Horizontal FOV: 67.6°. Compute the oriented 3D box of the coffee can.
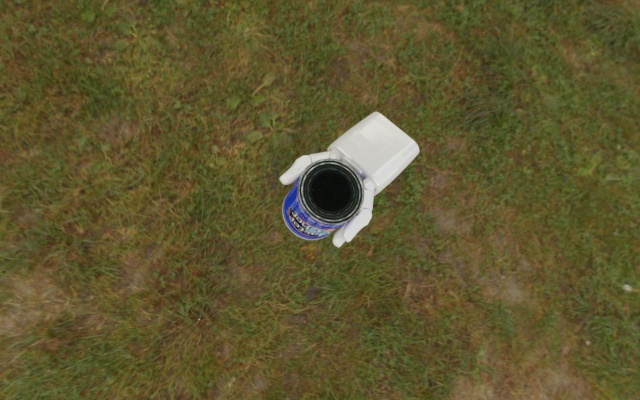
[{"bbox_3d":[0.000,0.003,0.770,0.103,0.102,0.140,0,-14,-14],"label":"coffee can"}]
